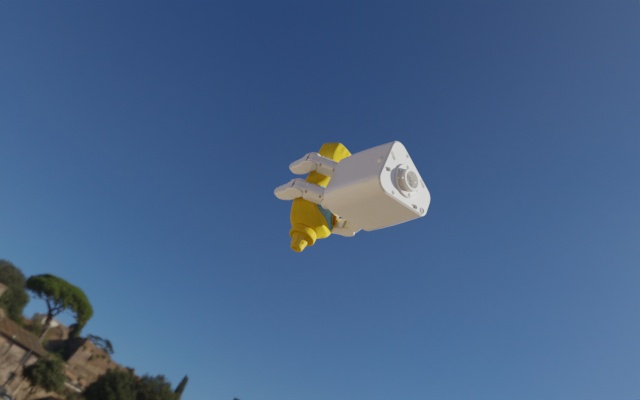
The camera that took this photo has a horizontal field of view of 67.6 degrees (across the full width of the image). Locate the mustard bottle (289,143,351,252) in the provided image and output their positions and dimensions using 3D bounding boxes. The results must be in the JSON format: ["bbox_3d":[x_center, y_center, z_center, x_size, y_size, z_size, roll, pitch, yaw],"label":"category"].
[{"bbox_3d":[0.000,0.002,0.766,0.058,0.191,0.096,4,-41,29],"label":"mustard bottle"}]
